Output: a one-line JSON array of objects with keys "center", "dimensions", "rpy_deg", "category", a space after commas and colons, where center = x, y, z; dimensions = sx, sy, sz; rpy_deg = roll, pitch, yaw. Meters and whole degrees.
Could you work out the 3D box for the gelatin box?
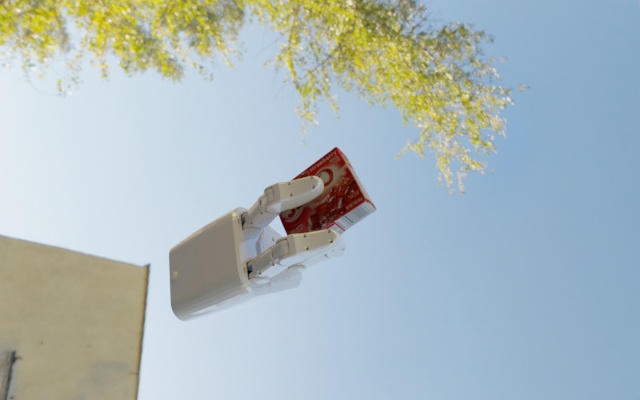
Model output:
[{"center": [0.001, 0.002, 0.476], "dimensions": [0.089, 0.073, 0.030], "rpy_deg": [-35, -35, 13], "category": "gelatin box"}]
